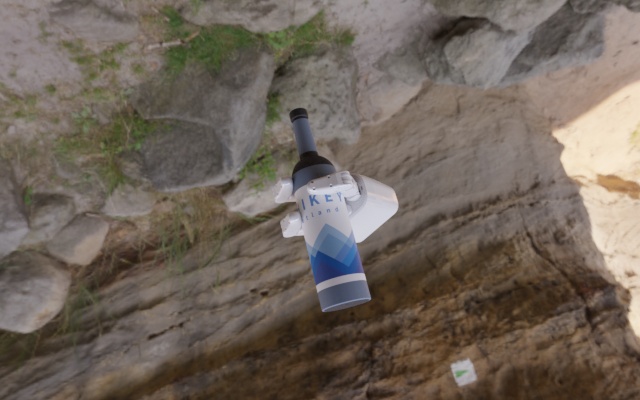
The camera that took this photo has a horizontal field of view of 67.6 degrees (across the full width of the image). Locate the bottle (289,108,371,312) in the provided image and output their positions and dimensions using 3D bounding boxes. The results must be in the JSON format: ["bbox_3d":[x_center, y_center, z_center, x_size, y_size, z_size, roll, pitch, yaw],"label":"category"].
[{"bbox_3d":[0.000,0.002,0.671,0.069,0.295,0.069,-13,-19,-4],"label":"bottle"}]
